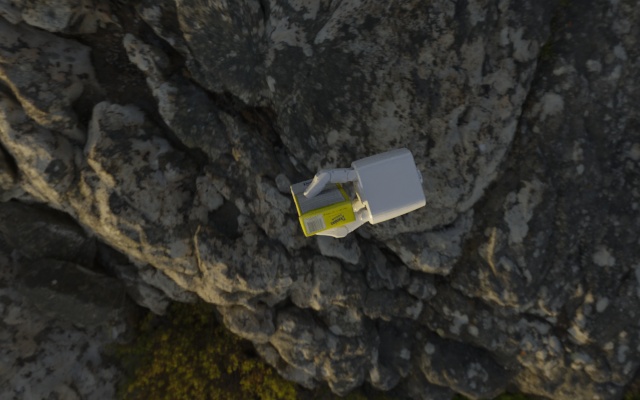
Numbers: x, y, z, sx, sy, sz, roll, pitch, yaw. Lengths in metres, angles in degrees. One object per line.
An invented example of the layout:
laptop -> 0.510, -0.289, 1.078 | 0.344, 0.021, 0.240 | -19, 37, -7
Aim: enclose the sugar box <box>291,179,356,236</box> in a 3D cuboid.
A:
sugar box -> 0.000, 0.003, 0.887 | 0.093, 0.048, 0.176 | -17, 19, -2
